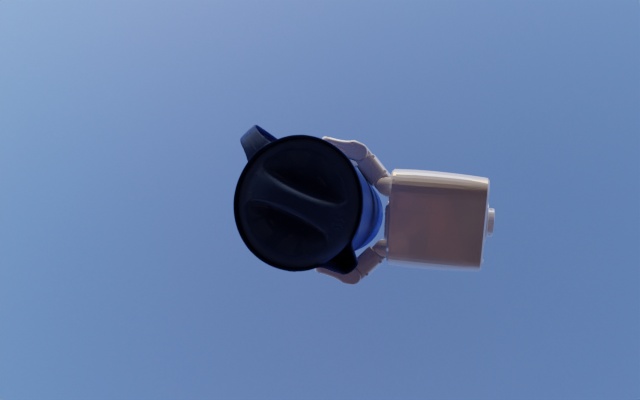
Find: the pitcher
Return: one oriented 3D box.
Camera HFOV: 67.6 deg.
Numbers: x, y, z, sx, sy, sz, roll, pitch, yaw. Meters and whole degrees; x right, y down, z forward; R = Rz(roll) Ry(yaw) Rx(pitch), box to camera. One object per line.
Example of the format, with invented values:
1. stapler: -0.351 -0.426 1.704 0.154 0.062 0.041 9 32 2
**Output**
1. pitcher: 0.000 0.002 0.573 0.145 0.149 0.243 4 -3 15
